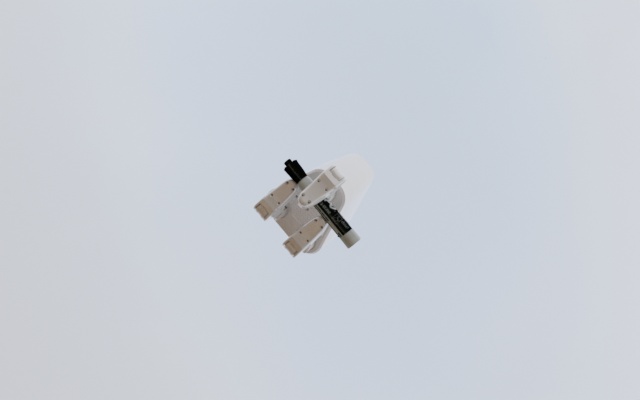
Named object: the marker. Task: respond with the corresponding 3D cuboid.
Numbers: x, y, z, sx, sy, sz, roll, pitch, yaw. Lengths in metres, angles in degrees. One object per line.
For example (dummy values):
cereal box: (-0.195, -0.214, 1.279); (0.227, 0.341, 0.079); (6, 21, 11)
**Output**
marker: (0.000, 0.002, 0.536); (0.020, 0.121, 0.020); (-39, -4, -4)
